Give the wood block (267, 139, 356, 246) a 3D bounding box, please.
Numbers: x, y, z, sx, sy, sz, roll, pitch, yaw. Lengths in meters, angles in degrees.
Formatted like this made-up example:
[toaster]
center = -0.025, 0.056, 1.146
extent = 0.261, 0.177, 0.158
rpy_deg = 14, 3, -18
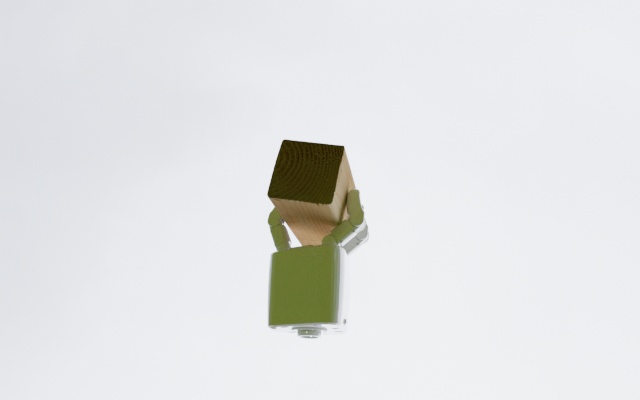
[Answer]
[wood block]
center = 0.000, 0.003, 0.713
extent = 0.091, 0.090, 0.206
rpy_deg = 7, -22, 14
